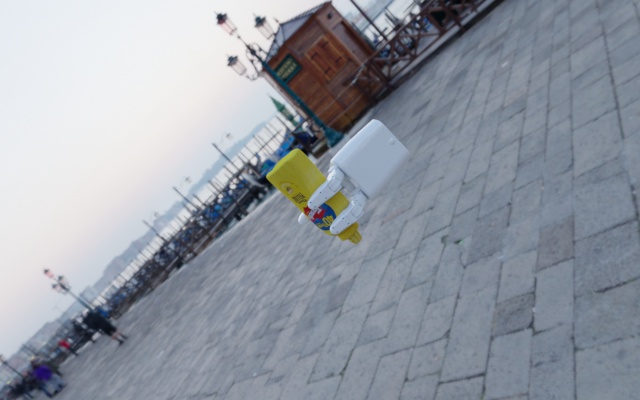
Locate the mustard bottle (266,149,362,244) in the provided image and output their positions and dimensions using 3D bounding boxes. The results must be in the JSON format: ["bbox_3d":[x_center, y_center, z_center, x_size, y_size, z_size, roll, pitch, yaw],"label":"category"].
[{"bbox_3d":[0.000,0.003,0.809,0.058,0.191,0.096,-52,13,-32],"label":"mustard bottle"}]
